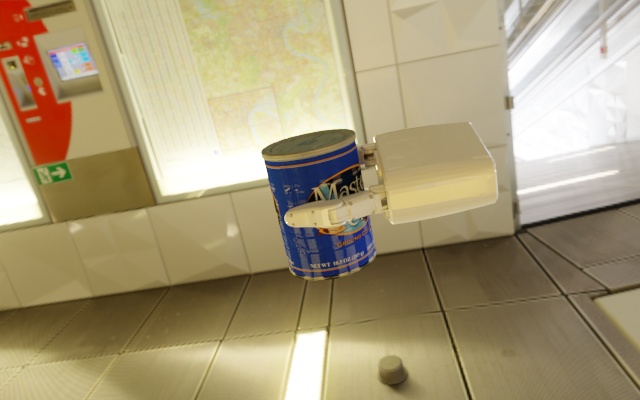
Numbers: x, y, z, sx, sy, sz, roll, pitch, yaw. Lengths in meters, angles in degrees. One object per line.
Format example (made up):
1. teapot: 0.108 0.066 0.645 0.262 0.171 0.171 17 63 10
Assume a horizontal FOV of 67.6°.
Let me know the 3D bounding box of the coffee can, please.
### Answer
1. coffee can: 0.000 0.002 0.527 0.103 0.140 0.102 -11 18 4
